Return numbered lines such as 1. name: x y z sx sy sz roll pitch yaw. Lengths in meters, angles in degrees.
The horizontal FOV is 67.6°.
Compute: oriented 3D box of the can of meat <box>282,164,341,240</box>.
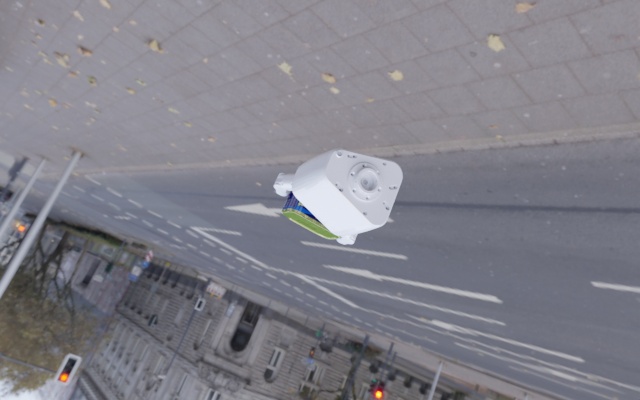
1. can of meat: 0.000 0.003 0.735 0.102 0.084 0.057 30 -19 -21
